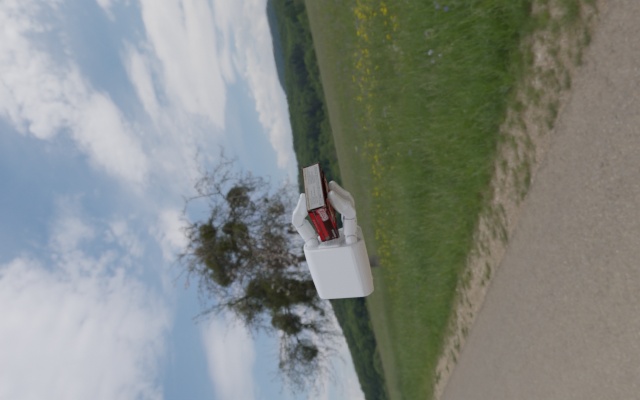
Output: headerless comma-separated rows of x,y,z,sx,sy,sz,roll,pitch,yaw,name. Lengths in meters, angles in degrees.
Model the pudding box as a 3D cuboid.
0.000,0.003,0.844,0.039,0.113,0.090,-17,-44,5,pudding box
